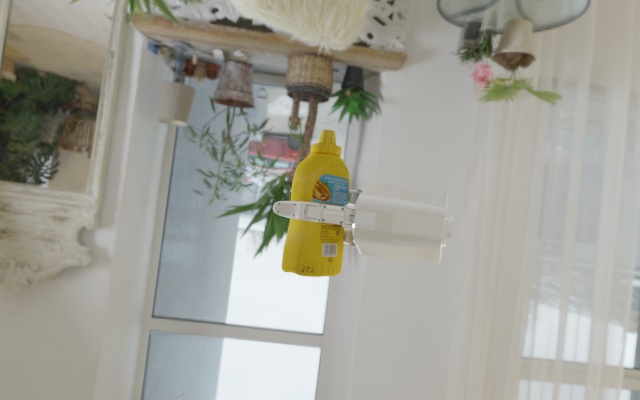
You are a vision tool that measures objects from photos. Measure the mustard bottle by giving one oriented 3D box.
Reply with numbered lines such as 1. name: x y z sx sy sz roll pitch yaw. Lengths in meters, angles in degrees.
1. mustard bottle: 0.000 0.002 0.633 0.058 0.191 0.096 6 -2 39
